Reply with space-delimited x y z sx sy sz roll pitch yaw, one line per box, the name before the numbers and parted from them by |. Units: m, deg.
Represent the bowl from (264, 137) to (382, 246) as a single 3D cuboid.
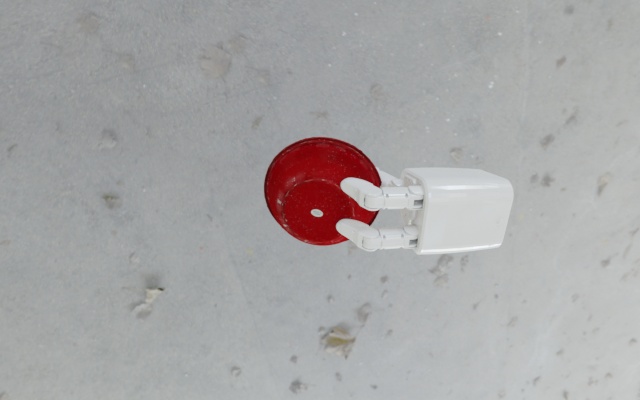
bowl | -0.001 0.002 0.621 0.162 0.162 0.055 0 28 7
